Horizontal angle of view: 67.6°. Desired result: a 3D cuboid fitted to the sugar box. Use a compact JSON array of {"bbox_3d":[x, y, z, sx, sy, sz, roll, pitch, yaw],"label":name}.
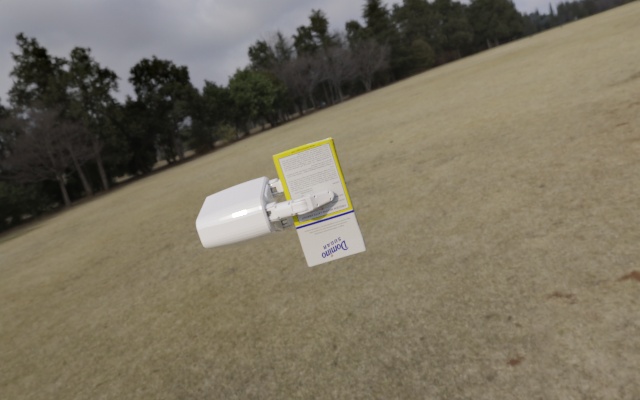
[{"bbox_3d":[0.000,0.002,0.719,0.093,0.176,0.048,-16,9,6],"label":"sugar box"}]
